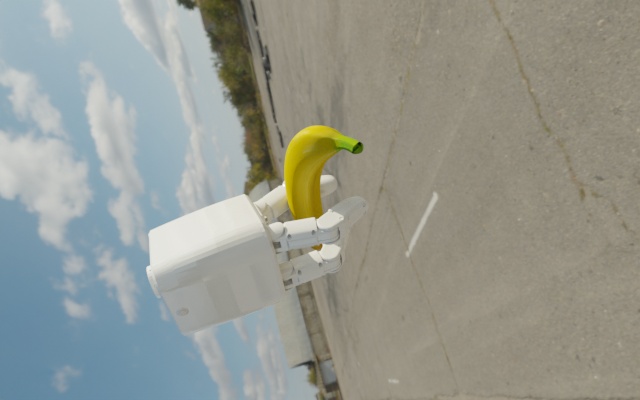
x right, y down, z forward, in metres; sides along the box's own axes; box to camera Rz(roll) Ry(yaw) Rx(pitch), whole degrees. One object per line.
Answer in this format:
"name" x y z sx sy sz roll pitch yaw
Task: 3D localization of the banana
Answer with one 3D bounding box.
"banana" -0.009 -0.015 0.473 0.037 0.069 0.198 -26 -22 -22
